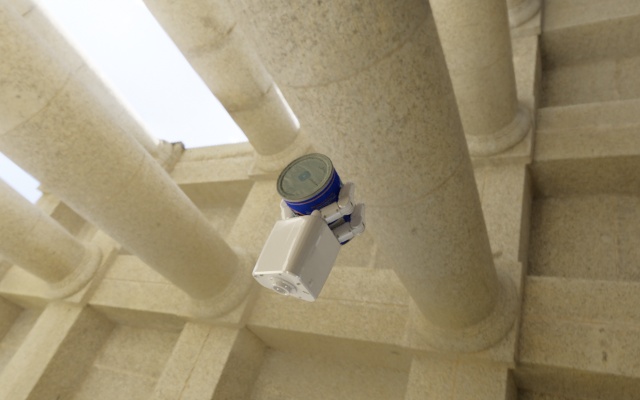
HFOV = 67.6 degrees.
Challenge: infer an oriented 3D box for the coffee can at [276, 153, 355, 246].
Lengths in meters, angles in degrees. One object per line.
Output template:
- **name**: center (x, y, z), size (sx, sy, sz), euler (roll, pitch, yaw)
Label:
- **coffee can**: center (0.000, 0.002, 0.829), size (0.103, 0.102, 0.140), euler (0, -39, 31)
